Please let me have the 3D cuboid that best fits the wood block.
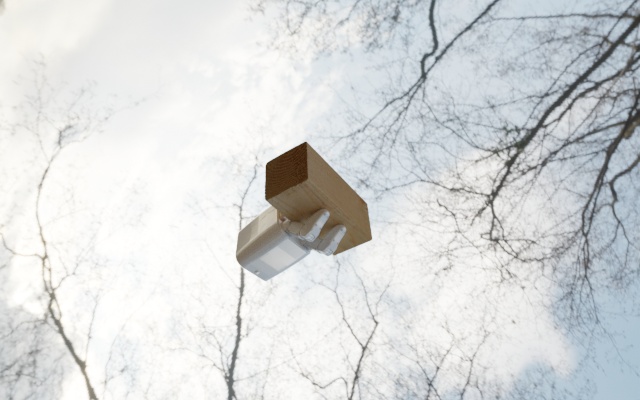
[{"bbox_3d":[0.000,0.003,0.852,0.090,0.090,0.206,-26,-44,23],"label":"wood block"}]
